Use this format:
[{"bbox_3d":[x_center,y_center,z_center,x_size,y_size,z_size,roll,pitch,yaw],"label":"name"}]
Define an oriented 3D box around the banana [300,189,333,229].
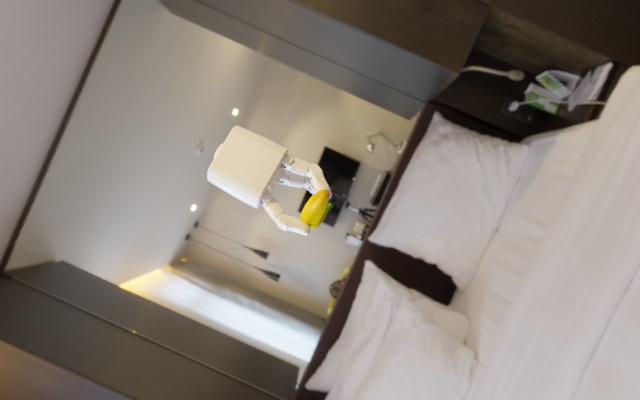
[{"bbox_3d":[-0.010,0.019,0.851,0.037,0.069,0.198,31,-4,4],"label":"banana"}]
